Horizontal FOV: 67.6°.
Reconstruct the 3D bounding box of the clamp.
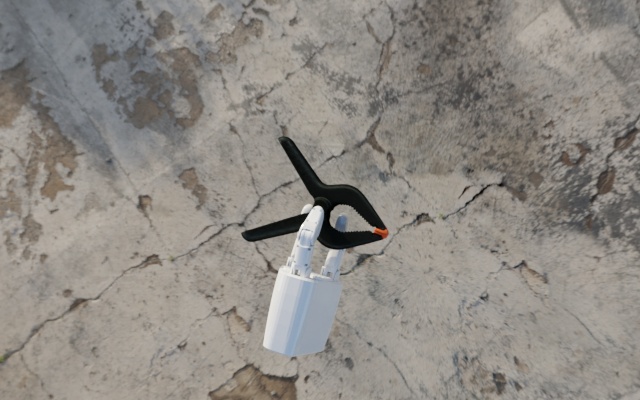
[{"bbox_3d":[0.000,0.003,0.688,0.210,0.164,0.036,14,-1,14],"label":"clamp"}]
